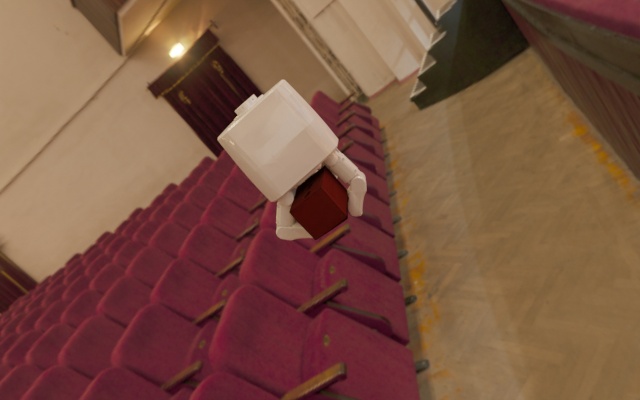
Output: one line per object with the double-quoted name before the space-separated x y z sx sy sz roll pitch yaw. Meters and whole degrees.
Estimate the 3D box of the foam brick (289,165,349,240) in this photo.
"foam brick" 0.000 0.002 0.601 0.053 0.051 0.078 -37 17 18
